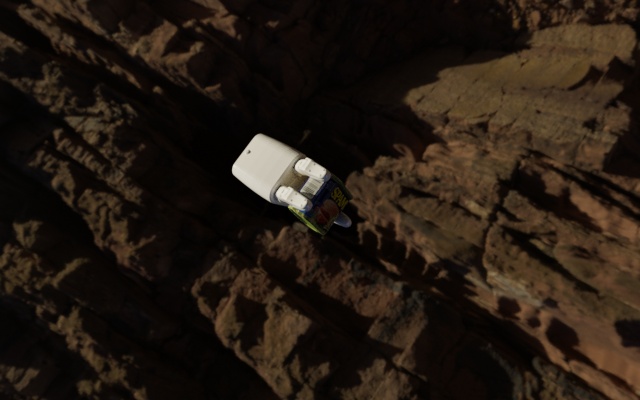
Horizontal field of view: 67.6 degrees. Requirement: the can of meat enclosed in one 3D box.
[{"bbox_3d":[0.000,0.003,0.793,0.057,0.084,0.102,32,-8,27],"label":"can of meat"}]
